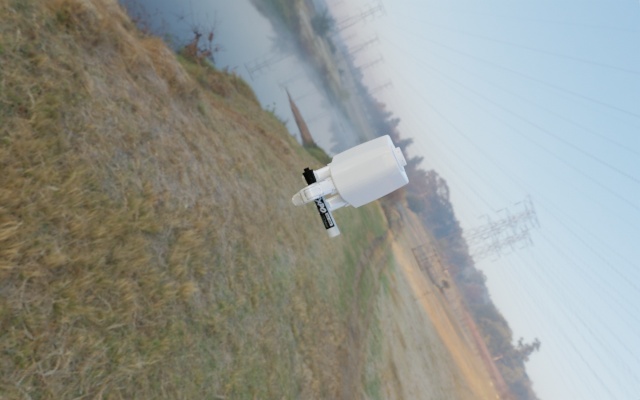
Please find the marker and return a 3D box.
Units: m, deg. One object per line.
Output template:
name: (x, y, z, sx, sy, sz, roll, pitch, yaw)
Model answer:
marker: (0.000, 0.003, 0.781, 0.020, 0.121, 0.020, -23, -1, 0)
